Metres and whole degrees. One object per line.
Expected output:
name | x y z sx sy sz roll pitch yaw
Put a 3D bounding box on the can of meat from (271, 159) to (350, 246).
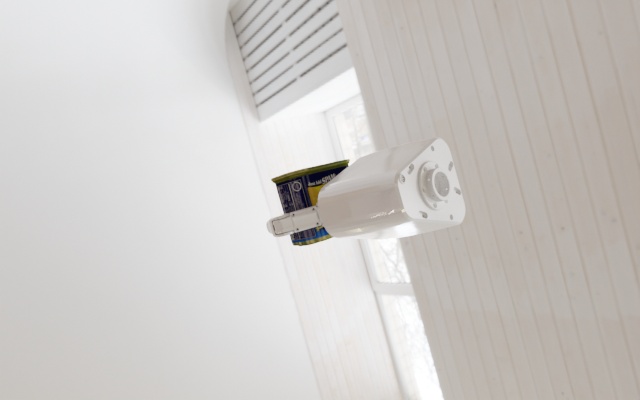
can of meat | 0.000 0.002 0.568 0.057 0.084 0.102 -14 2 45
